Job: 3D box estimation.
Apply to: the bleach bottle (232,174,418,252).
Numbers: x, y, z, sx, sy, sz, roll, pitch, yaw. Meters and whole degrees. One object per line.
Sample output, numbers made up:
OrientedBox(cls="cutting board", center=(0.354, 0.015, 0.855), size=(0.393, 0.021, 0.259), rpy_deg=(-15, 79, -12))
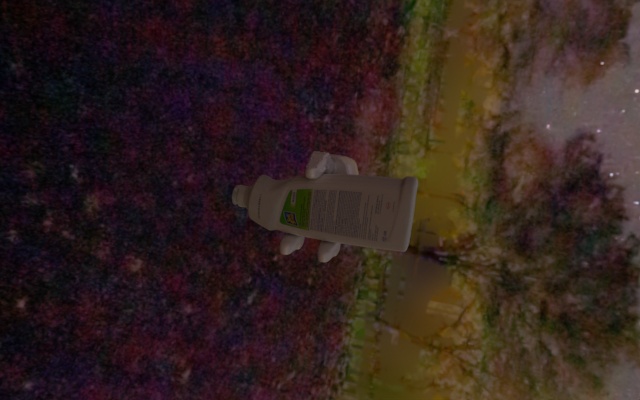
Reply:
OrientedBox(cls="bleach bottle", center=(0.000, 0.002, 0.655), size=(0.251, 0.102, 0.068), rpy_deg=(9, 8, 14))
